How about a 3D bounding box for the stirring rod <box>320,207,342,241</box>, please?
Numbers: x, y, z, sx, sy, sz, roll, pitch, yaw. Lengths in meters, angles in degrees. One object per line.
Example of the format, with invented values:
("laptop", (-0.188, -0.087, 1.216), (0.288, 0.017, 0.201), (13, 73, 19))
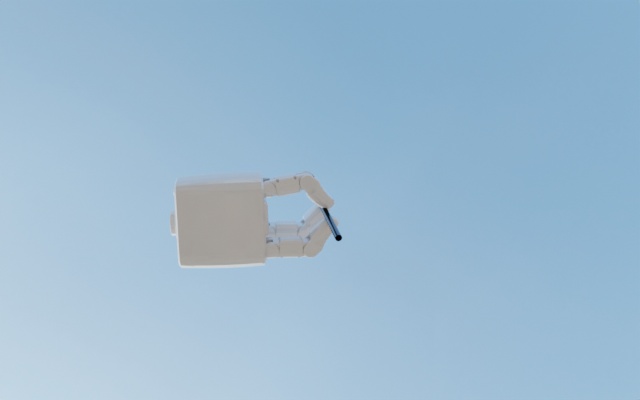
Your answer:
("stirring rod", (0.000, 0.002, 0.643), (0.011, 0.011, 0.239), (0, 19, -10))
